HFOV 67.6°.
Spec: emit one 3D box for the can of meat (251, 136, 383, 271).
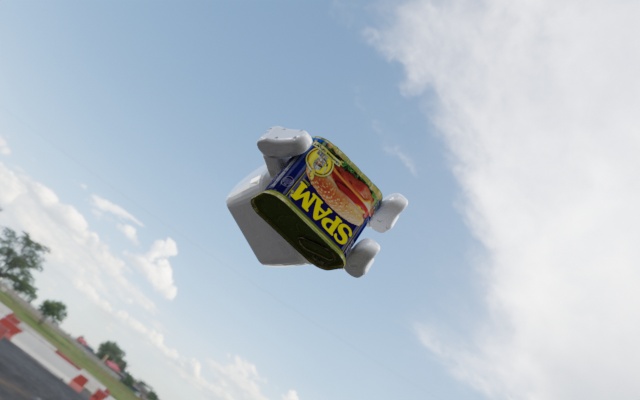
[{"bbox_3d":[0.000,0.001,0.453,0.102,0.084,0.057,45,-30,-14],"label":"can of meat"}]
